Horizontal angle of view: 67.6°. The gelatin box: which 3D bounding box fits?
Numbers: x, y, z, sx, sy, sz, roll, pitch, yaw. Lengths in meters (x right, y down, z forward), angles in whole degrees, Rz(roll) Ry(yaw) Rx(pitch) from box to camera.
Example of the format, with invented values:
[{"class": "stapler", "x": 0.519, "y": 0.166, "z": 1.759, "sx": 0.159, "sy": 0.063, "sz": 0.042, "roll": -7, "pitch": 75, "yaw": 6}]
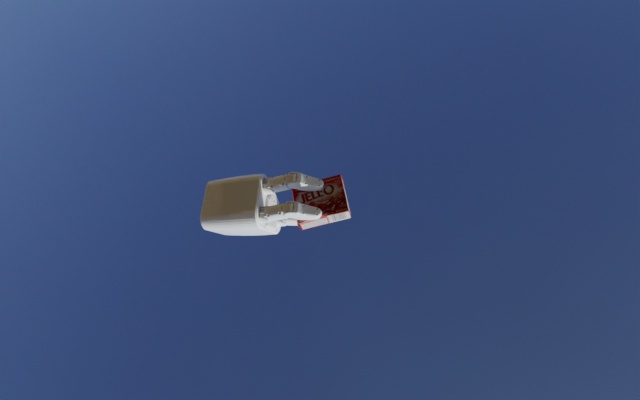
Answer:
[{"class": "gelatin box", "x": 0.001, "y": 0.003, "z": 0.801, "sx": 0.089, "sy": 0.073, "sz": 0.030, "roll": -14, "pitch": -31, "yaw": 5}]
